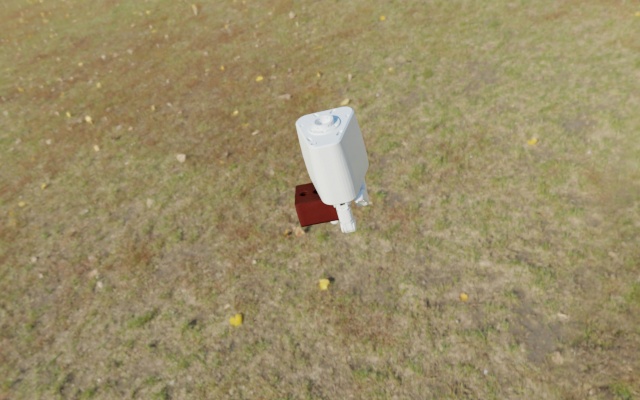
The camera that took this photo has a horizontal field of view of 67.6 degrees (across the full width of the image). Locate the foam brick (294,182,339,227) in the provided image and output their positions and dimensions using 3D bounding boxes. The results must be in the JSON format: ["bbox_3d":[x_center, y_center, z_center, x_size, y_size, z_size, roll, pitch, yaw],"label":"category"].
[{"bbox_3d":[0.000,0.003,0.785,0.078,0.051,0.053,-11,39,9],"label":"foam brick"}]
